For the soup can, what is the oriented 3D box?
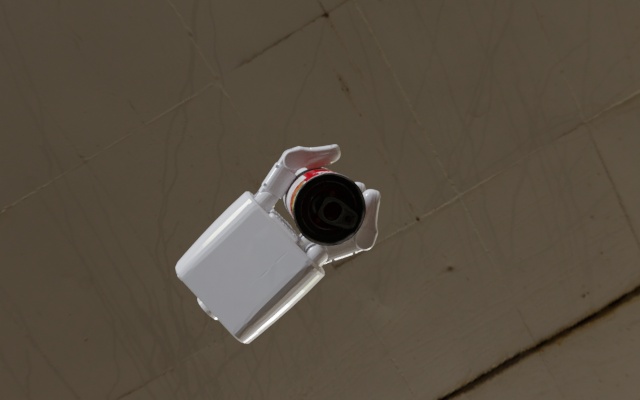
[{"bbox_3d":[0.000,0.001,0.482,0.068,0.068,0.102,0,8,-10],"label":"soup can"}]
